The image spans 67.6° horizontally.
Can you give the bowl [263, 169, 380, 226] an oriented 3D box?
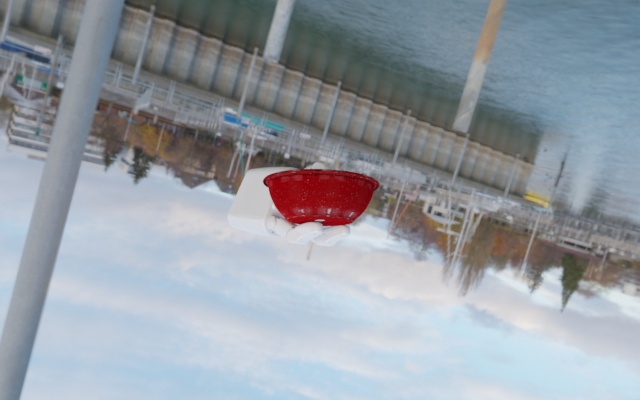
[{"bbox_3d":[0.001,0.002,0.656,0.162,0.055,0.162,2,-11,0],"label":"bowl"}]
